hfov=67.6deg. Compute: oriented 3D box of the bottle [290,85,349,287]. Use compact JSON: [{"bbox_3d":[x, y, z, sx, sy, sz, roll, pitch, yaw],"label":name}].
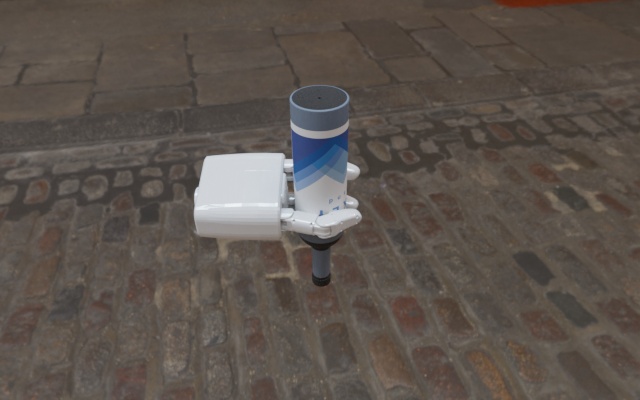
[{"bbox_3d":[0.000,0.002,0.619,0.069,0.296,0.069,0,38,0],"label":"bottle"}]
